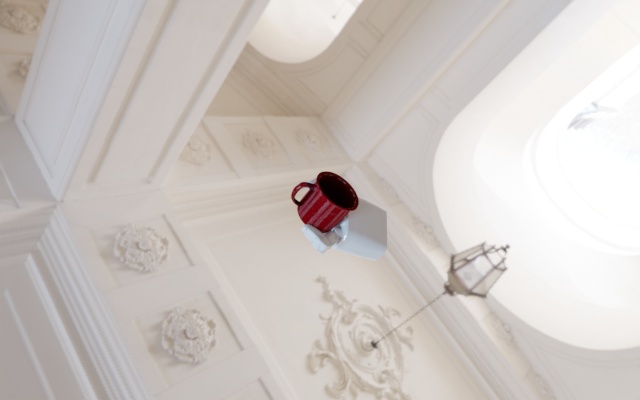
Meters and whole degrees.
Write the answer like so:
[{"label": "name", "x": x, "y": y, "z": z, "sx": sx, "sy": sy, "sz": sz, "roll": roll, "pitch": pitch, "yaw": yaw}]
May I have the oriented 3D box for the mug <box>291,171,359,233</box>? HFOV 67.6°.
[{"label": "mug", "x": -0.001, "y": 0.003, "z": 0.877, "sx": 0.117, "sy": 0.093, "sz": 0.081, "roll": 21, "pitch": -51, "yaw": -27}]
